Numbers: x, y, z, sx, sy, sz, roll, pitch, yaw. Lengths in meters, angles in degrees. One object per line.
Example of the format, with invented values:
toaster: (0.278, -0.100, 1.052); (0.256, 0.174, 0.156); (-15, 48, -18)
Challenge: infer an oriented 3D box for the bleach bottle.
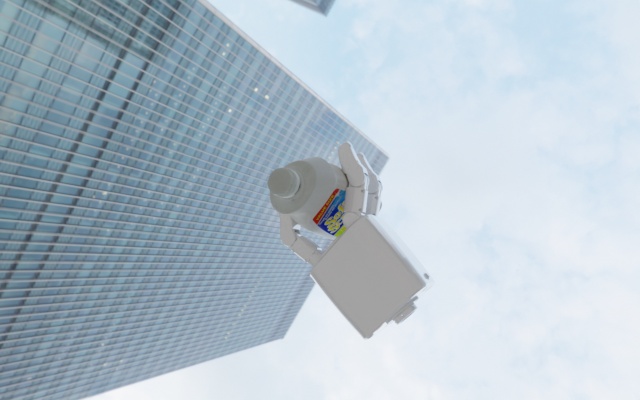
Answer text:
bleach bottle: (0.000, 0.002, 0.605); (0.102, 0.068, 0.251); (-45, -21, 11)
